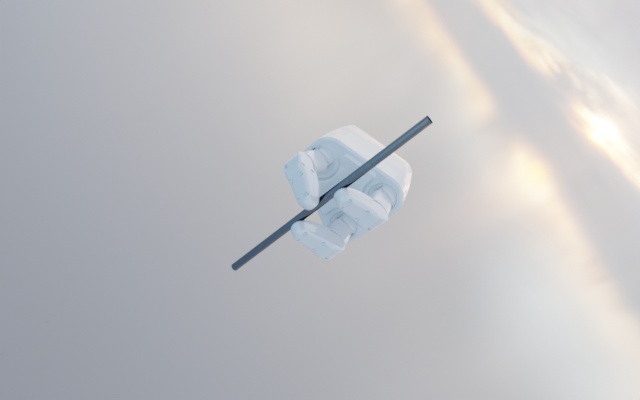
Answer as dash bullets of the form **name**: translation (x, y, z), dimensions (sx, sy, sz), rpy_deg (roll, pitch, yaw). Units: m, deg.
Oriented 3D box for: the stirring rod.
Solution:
- **stirring rod**: translation (0.000, 0.001, 0.430), dimensions (0.239, 0.011, 0.011), rpy_deg (-37, -18, 25)
